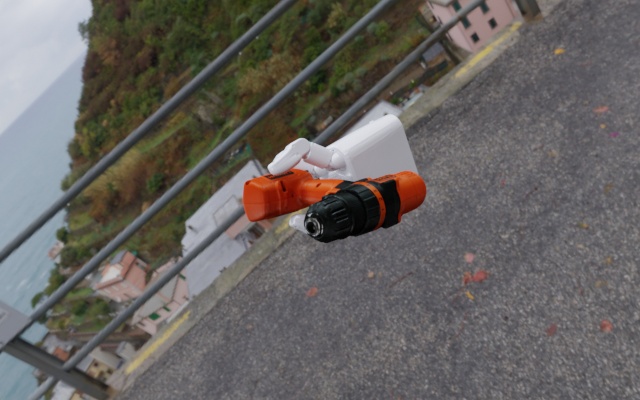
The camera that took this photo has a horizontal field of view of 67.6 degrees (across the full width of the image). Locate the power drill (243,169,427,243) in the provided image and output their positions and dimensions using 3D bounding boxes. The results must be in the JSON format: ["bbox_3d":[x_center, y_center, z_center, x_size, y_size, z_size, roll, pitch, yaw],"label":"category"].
[{"bbox_3d":[0.000,0.002,0.539,0.187,0.057,0.184,6,14,40],"label":"power drill"}]
